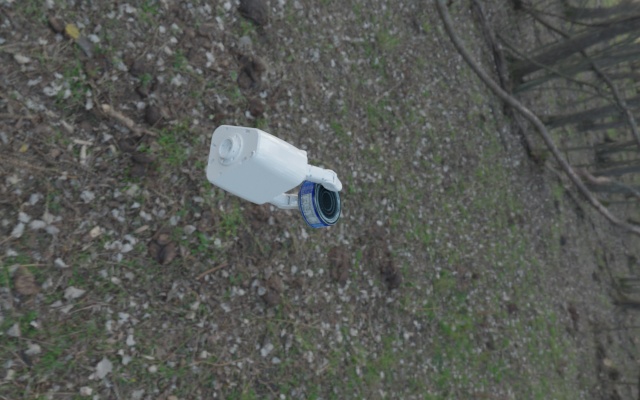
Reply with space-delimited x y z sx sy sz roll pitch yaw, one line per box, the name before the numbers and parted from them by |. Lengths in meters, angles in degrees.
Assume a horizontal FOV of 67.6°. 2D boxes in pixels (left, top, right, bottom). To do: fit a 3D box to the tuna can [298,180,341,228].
tuna can | 0.001 0.003 0.803 0.034 0.086 0.086 -10 -5 32
